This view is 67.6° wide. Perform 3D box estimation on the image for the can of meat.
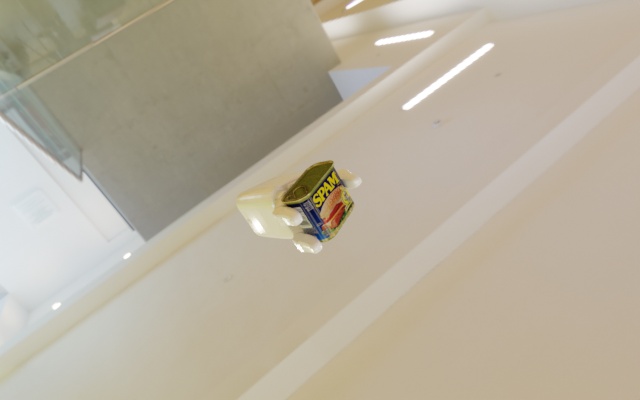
[{"bbox_3d":[0.000,0.003,0.733,0.057,0.084,0.102,-7,34,42],"label":"can of meat"}]
